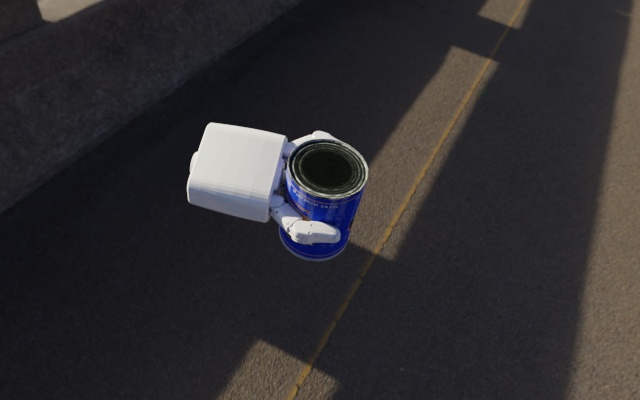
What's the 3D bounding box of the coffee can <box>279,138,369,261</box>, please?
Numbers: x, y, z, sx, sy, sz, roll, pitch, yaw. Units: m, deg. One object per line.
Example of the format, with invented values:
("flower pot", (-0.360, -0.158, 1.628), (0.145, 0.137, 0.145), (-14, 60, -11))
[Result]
("coffee can", (0.000, 0.002, 0.645), (0.103, 0.102, 0.140), (0, -39, -10))
